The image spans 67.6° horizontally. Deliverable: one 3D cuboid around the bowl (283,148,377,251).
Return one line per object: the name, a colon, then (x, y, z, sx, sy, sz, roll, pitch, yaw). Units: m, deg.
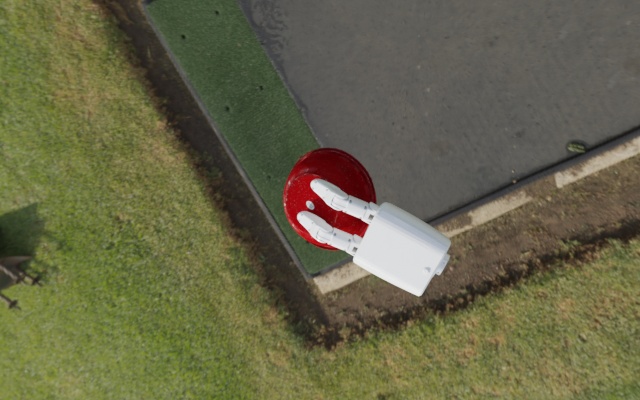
bowl: (-0.001, 0.002, 0.720, 0.162, 0.162, 0.055, 0, 8, 31)
